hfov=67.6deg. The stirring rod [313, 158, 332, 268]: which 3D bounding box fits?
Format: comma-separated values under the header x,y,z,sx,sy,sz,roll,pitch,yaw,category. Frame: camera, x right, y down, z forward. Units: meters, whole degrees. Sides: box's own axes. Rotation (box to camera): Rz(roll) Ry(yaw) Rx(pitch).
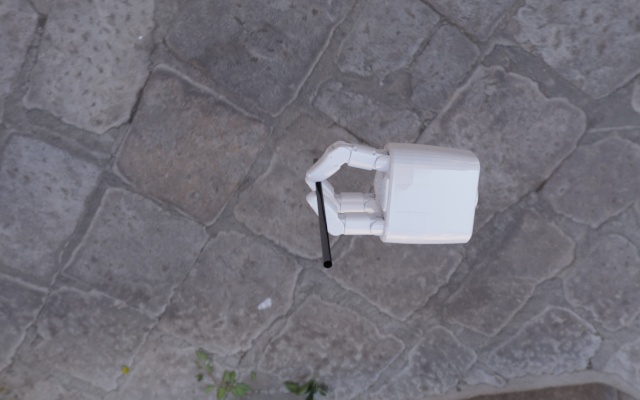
x,y,z,sx,sy,sz,roll,pitch,yaw,category
0.000,0.002,0.519,0.011,0.011,0.239,0,26,-3,stirring rod
